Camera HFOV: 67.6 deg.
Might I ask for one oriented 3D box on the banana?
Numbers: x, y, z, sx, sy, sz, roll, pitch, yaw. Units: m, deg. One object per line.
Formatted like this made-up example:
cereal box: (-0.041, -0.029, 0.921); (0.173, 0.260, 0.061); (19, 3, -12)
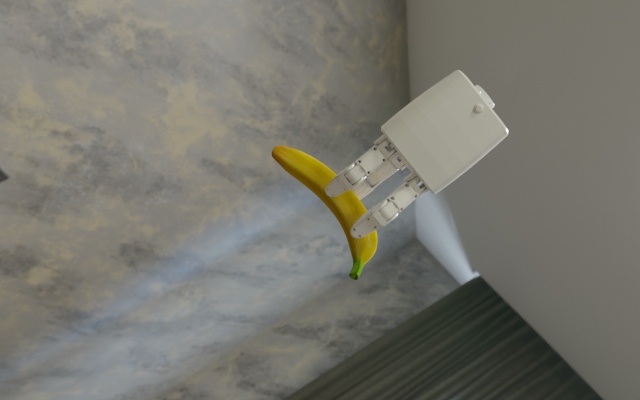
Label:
banana: (0.014, 0.001, 0.596); (0.069, 0.197, 0.037); (-15, -27, -46)
